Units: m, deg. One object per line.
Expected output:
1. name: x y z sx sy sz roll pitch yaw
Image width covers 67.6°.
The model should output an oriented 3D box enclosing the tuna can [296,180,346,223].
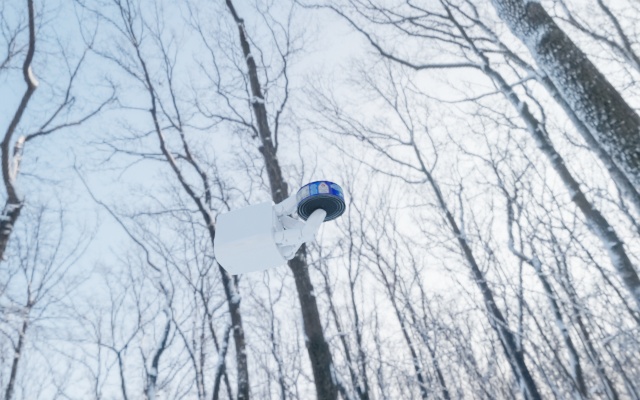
1. tuna can: 0.000 0.002 0.827 0.086 0.033 0.086 -5 -34 -3
